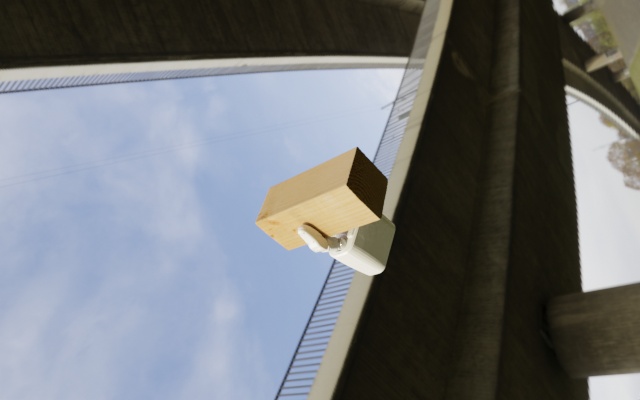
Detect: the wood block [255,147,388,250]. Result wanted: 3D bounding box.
[{"bbox_3d":[0.000,0.003,0.806,0.206,0.090,0.090,-23,-53,37],"label":"wood block"}]
